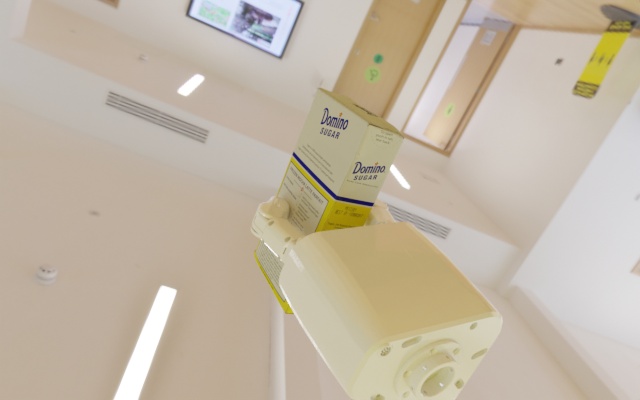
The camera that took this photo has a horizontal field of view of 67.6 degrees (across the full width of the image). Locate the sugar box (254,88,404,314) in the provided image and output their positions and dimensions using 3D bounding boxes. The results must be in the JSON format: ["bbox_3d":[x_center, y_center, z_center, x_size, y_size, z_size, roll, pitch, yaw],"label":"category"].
[{"bbox_3d":[0.001,0.002,0.418,0.048,0.176,0.093,13,23,-34],"label":"sugar box"}]
